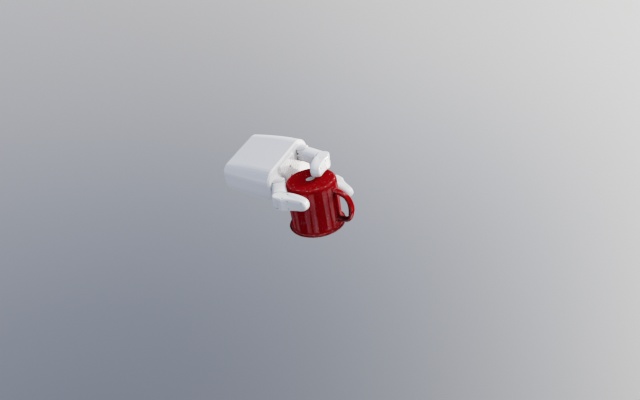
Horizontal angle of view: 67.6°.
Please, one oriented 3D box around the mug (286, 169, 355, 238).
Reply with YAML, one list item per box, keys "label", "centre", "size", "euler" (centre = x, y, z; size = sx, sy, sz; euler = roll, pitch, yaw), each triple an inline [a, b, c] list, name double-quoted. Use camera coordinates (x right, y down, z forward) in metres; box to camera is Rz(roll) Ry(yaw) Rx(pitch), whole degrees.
- label: "mug"
  centre: [0.001, 0.003, 0.756]
  size: [0.117, 0.081, 0.093]
  euler: [12, 36, 32]
